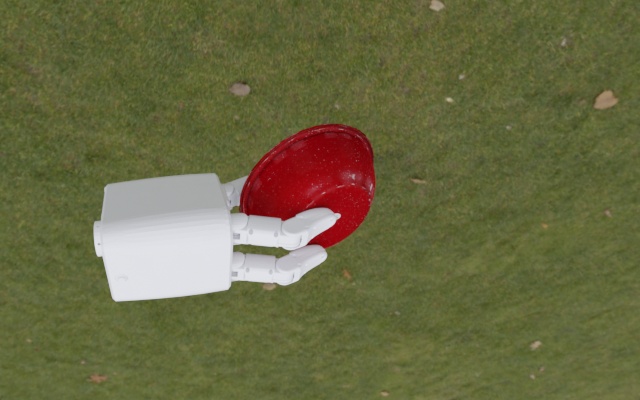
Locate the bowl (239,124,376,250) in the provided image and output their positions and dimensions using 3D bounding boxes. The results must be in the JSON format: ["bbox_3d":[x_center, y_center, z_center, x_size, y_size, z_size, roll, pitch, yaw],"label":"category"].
[{"bbox_3d":[0.001,0.001,0.500,0.162,0.162,0.055,0,41,-39],"label":"bowl"}]
